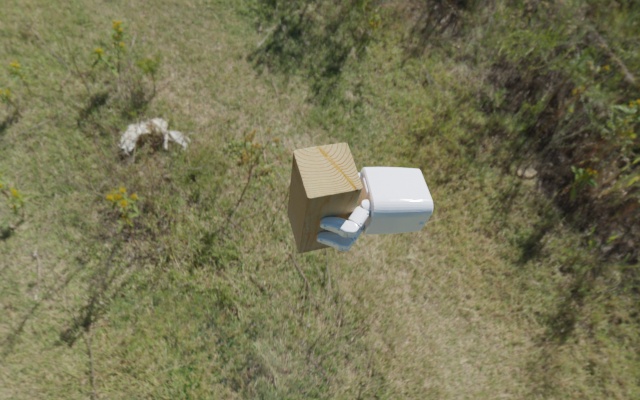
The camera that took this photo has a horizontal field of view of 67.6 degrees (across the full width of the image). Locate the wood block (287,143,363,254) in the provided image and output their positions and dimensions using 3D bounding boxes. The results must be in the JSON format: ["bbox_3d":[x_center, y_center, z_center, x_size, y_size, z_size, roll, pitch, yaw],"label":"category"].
[{"bbox_3d":[0.000,0.002,0.815,0.090,0.090,0.206,-10,-28,-13],"label":"wood block"}]
